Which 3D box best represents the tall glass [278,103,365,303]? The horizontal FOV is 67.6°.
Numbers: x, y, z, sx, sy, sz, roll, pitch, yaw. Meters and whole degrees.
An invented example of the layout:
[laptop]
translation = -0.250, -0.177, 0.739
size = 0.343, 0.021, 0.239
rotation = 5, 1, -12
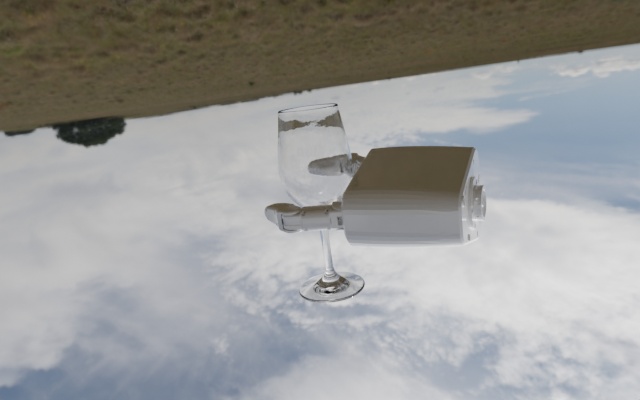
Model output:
[tall glass]
translation = 0.000, 0.002, 0.508
size = 0.079, 0.201, 0.079
rotation = -8, 15, 2
